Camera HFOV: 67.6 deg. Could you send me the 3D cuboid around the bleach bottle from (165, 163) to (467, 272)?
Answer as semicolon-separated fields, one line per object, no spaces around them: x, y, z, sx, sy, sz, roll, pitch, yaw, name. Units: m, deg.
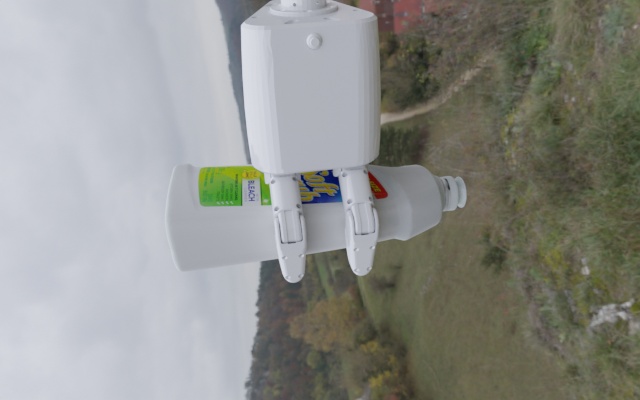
0.000;0.001;0.420;0.251;0.068;0.102;-6;34;-7;bleach bottle
